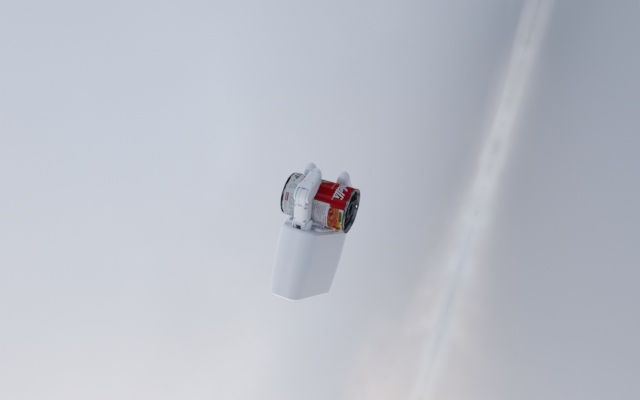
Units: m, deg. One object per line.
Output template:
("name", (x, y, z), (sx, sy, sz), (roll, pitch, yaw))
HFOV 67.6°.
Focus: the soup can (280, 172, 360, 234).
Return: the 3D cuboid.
("soup can", (0.000, 0.002, 0.709), (0.102, 0.068, 0.068), (17, 5, 18))
